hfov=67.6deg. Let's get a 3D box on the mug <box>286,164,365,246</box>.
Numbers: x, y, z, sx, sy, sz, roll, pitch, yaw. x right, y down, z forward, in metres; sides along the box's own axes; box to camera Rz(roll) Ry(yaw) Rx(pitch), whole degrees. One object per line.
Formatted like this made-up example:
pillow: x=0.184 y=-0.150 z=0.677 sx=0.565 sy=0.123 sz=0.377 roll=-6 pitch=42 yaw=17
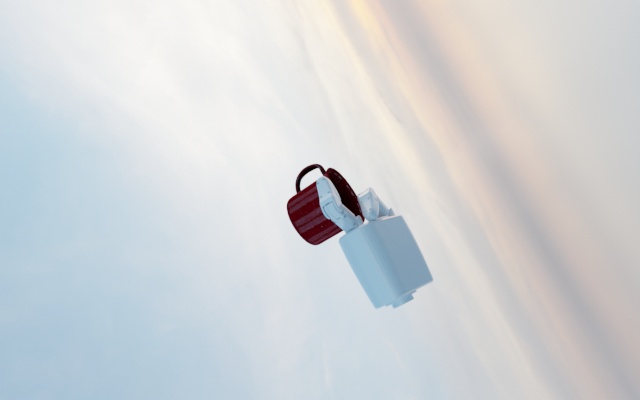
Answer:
mug: x=-0.001 y=0.001 z=0.693 sx=0.081 sy=0.117 sz=0.093 roll=-33 pitch=-17 yaw=19
